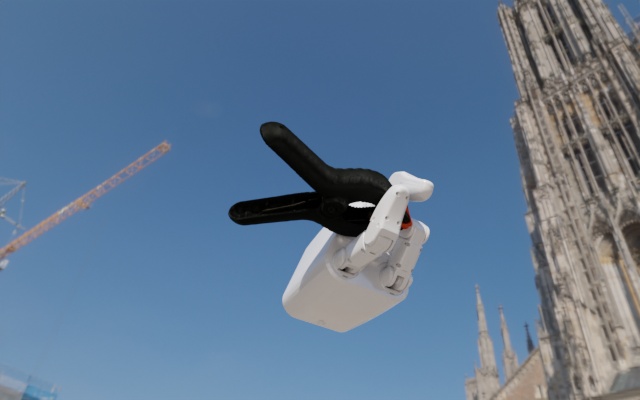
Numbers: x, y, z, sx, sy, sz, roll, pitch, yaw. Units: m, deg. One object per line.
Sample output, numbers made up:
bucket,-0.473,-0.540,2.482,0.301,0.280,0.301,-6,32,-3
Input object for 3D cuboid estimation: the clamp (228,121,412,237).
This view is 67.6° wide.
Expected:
clamp,0.000,0.001,0.446,0.171,0.039,0.120,23,-43,-20
